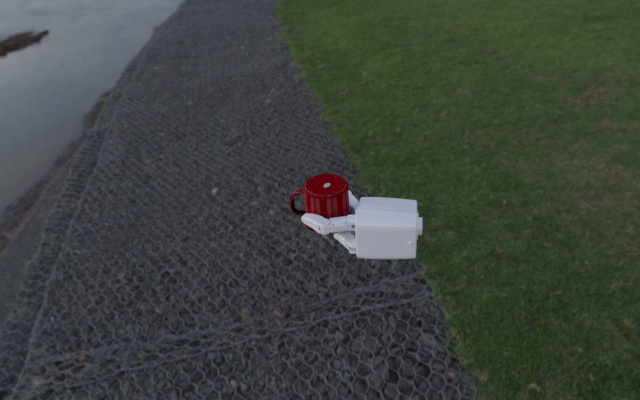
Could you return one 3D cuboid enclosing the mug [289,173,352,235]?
[{"bbox_3d":[-0.001,0.003,0.886,0.117,0.082,0.093,1,34,8],"label":"mug"}]
